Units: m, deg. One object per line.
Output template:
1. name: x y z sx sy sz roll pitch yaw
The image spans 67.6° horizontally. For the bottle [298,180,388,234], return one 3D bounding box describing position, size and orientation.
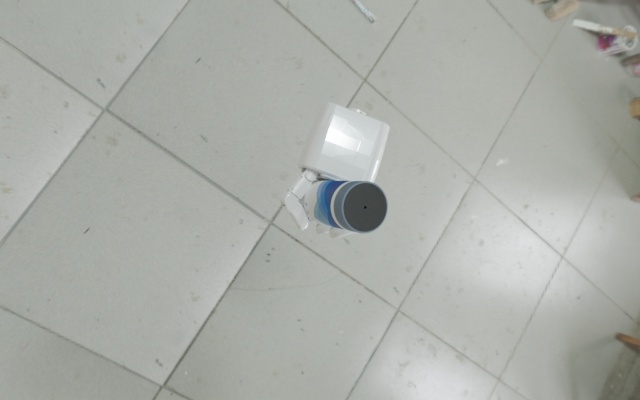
1. bottle: 0.000 0.002 0.735 0.069 0.069 0.295 0 2 -23
